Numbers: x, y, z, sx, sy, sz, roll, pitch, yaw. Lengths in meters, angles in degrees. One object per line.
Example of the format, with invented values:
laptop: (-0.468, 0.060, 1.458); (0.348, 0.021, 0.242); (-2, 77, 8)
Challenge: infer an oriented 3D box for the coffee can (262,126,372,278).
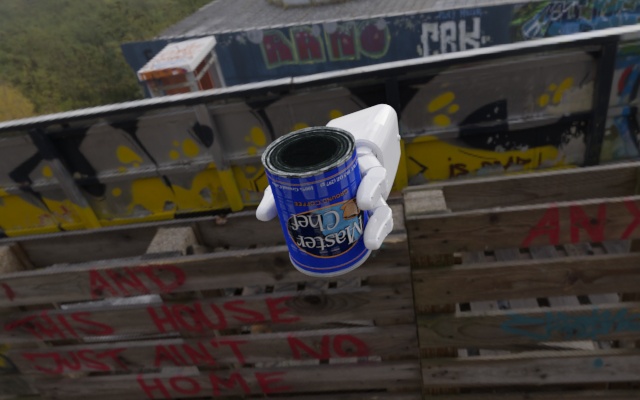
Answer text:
coffee can: (0.000, 0.002, 0.543); (0.103, 0.140, 0.102); (-9, 35, 6)
